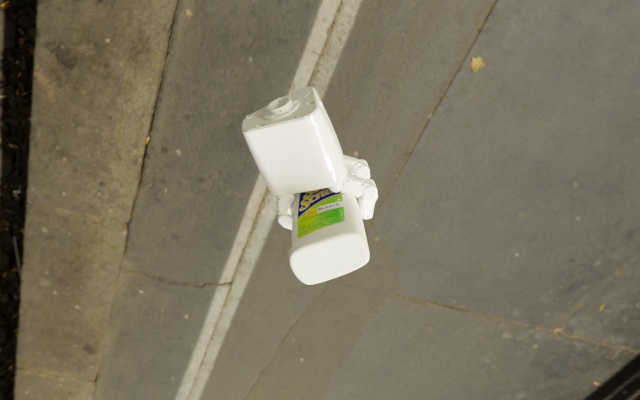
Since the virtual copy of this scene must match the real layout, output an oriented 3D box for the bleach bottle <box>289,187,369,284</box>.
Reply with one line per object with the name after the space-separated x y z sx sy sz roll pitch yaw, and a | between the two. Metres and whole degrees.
0.000 0.002 0.689 0.102 0.068 0.250 -20 35 6 | bleach bottle
